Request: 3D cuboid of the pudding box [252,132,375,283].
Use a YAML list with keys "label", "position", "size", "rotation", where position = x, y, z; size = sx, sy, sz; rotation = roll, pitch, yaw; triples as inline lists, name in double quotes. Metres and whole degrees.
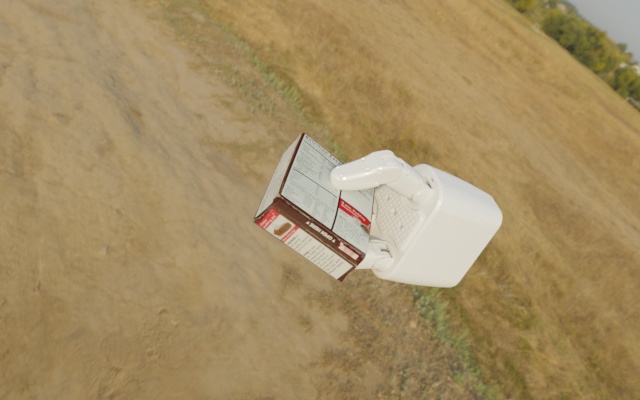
- label: "pudding box"
  position: [0.000, 0.001, 0.411]
  size: [0.090, 0.039, 0.113]
  rotation: [36, 30, -13]
